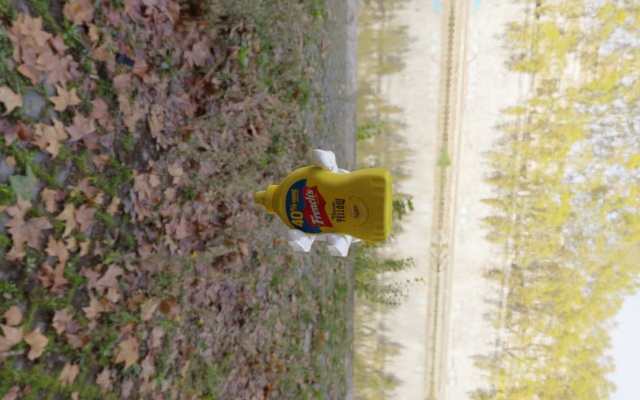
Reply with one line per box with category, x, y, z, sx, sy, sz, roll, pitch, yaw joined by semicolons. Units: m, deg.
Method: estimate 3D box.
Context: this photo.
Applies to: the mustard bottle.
mustard bottle;0.000;0.002;0.657;0.191;0.096;0.058;4;23;16
